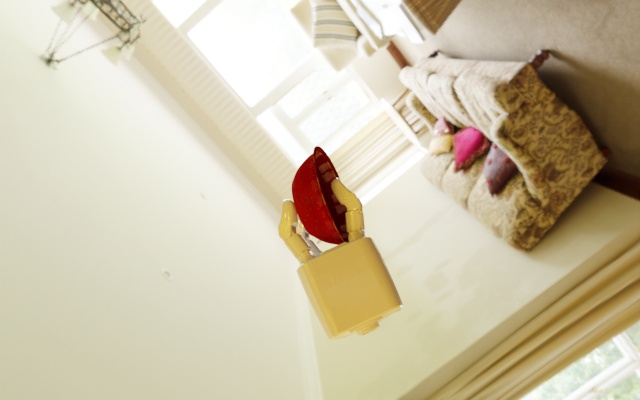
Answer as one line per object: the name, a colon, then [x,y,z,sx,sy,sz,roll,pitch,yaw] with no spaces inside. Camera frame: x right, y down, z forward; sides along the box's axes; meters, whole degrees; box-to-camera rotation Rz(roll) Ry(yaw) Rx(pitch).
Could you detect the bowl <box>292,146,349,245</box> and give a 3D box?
bowl: [-0.001,0.001,0.720,0.055,0.162,0.162,-19,-5,14]
